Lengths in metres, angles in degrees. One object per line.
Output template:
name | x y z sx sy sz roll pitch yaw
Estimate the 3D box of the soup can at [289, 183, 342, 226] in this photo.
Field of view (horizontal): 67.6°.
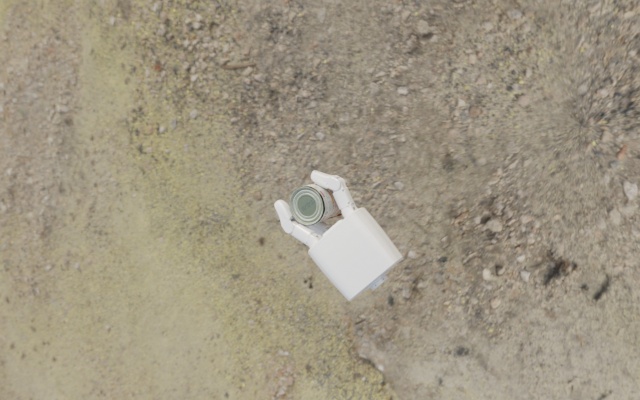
soup can | 0.000 0.002 0.822 0.068 0.068 0.102 0 8 29
